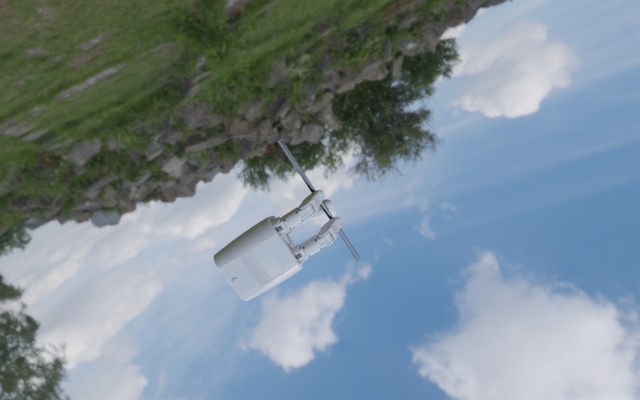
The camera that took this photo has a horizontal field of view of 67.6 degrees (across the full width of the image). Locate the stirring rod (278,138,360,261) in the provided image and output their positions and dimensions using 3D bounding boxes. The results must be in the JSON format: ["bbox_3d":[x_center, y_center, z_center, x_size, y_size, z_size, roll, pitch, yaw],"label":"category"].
[{"bbox_3d":[0.000,0.002,0.769,0.011,0.239,0.011,-30,17,10],"label":"stirring rod"}]
